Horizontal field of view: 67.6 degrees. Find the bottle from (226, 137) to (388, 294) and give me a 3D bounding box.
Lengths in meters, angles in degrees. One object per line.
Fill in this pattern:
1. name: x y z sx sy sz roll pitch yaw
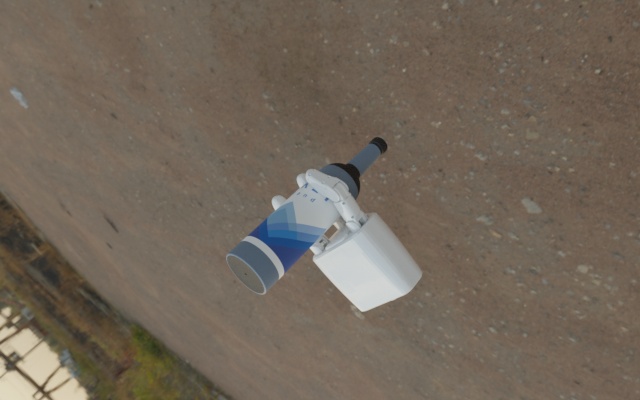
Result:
1. bottle: 0.000 0.002 0.653 0.069 0.069 0.295 0 37 51
